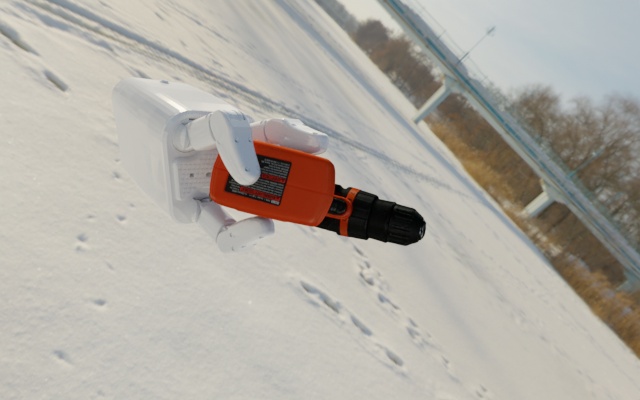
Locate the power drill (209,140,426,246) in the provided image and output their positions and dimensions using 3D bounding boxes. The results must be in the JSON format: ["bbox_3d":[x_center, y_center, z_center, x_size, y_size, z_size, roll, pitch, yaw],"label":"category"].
[{"bbox_3d":[0.000,0.001,0.442,0.184,0.057,0.188,12,-6,18],"label":"power drill"}]
